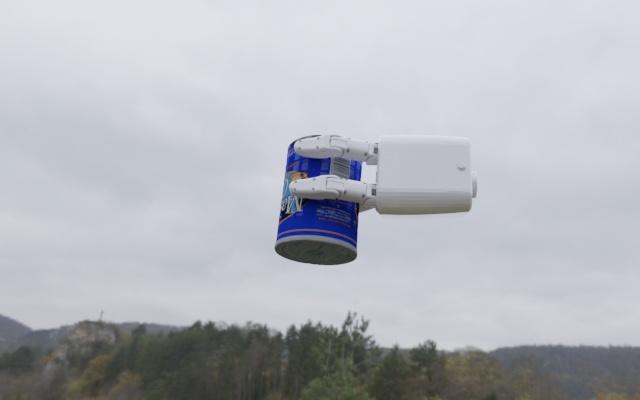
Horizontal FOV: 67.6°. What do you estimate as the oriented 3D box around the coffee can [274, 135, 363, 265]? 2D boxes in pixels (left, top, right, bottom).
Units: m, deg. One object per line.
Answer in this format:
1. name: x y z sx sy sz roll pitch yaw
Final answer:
1. coffee can: 0.000 0.002 0.614 0.103 0.140 0.103 5 -23 2
